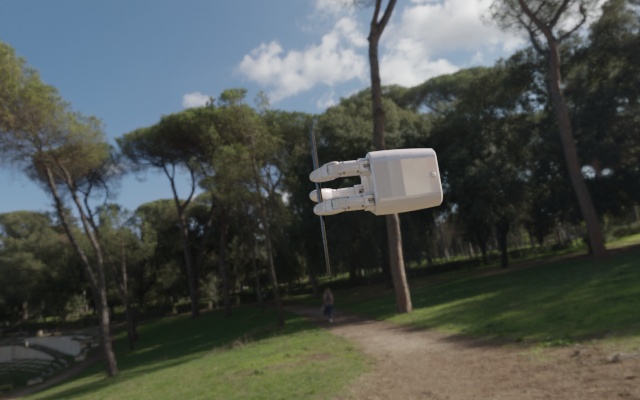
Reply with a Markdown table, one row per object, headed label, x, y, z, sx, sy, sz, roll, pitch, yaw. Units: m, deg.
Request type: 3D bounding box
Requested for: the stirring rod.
| label | x | y | z | sx | sy | sz | roll | pitch | yaw |
| --- | --- | --- | --- | --- | --- | --- | --- | --- | --- |
| stirring rod | 0.000 | 0.003 | 0.770 | 0.011 | 0.239 | 0.011 | -7 | -10 | -1 |
